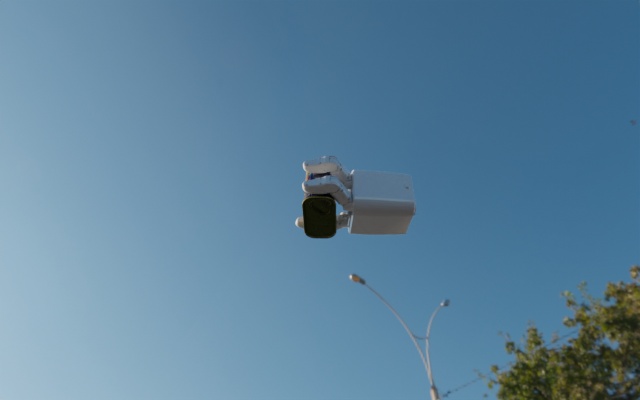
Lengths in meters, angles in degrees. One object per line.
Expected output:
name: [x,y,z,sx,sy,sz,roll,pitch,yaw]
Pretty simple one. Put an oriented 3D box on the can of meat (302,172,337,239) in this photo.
can of meat: [0.000,0.003,0.846,0.057,0.102,0.083,0,44,3]
